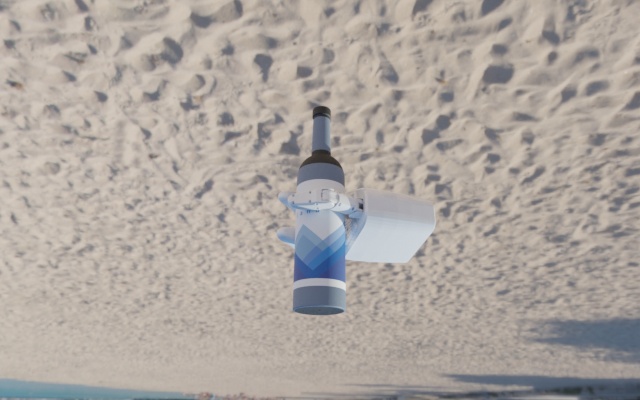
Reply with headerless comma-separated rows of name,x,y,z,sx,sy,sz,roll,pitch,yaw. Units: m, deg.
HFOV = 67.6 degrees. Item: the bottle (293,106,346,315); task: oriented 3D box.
bottle,0.000,0.002,0.651,0.069,0.295,0.069,1,-23,0
